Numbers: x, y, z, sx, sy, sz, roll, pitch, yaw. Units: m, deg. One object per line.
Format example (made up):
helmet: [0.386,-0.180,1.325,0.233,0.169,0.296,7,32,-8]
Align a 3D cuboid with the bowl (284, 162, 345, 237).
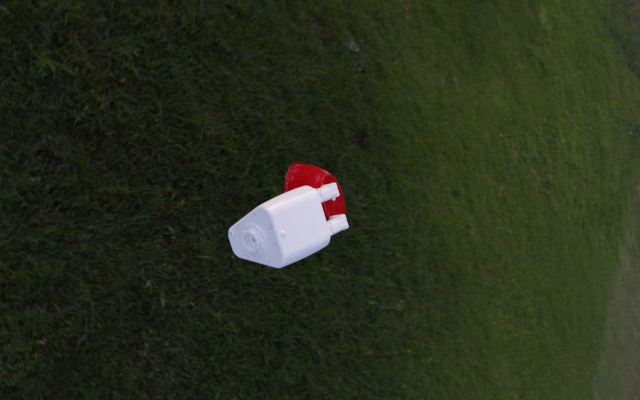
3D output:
bowl: [0.001,0.002,0.862,0.055,0.162,0.162,-14,-6,26]
